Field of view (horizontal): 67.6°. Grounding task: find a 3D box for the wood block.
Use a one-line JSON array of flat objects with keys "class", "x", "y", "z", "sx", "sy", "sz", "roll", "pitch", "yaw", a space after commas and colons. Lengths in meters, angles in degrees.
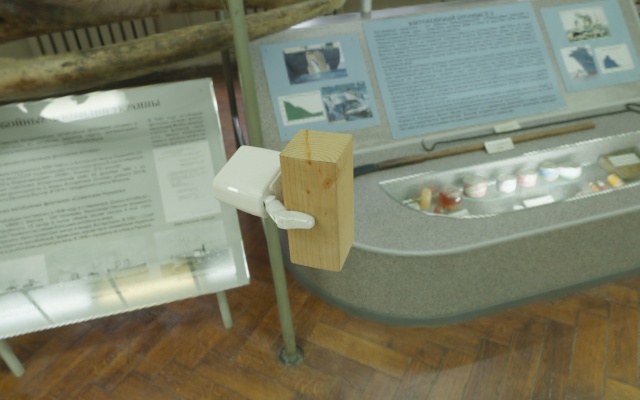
[{"class": "wood block", "x": 0.000, "y": 0.003, "z": 0.765, "sx": 0.090, "sy": 0.206, "sz": 0.090, "roll": 9, "pitch": 36, "yaw": 18}]
